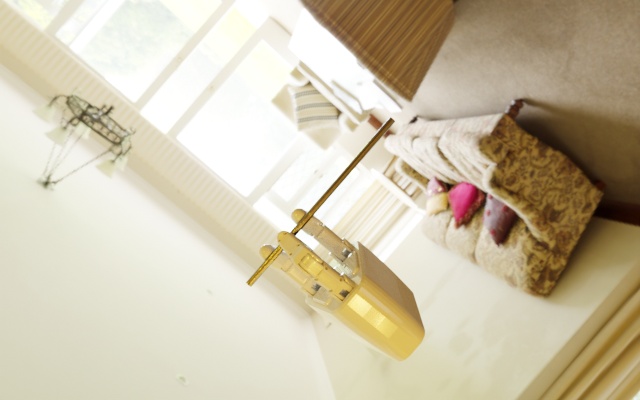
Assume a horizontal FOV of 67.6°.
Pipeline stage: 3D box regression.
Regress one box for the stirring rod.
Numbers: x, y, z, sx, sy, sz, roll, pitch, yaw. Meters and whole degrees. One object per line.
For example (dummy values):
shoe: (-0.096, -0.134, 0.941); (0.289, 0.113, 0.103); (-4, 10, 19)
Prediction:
stirring rod: (0.000, 0.002, 0.524); (0.011, 0.239, 0.011); (41, 0, 0)
